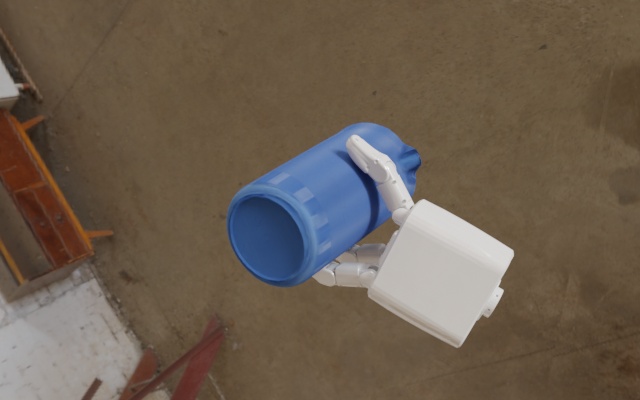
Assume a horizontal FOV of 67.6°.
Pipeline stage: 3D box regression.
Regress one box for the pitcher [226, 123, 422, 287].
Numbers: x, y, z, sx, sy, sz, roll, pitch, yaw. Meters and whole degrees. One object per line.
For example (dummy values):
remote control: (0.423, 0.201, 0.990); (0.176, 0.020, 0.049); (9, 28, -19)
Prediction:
pitcher: (0.000, 0.002, 0.551); (0.145, 0.149, 0.242); (31, 32, 18)
